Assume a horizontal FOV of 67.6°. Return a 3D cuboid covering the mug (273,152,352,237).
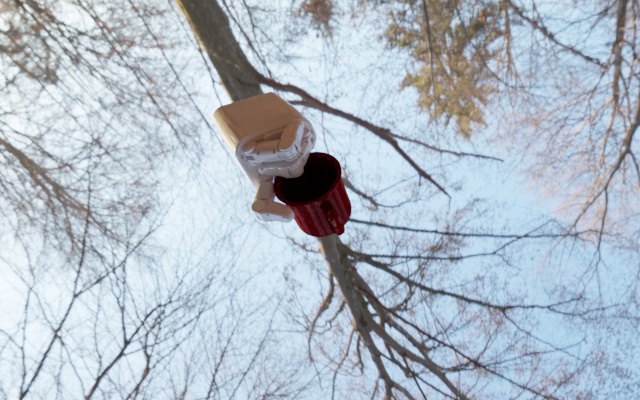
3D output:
[{"bbox_3d":[0.001,0.003,0.635,0.093,0.082,0.117,-34,47,-8],"label":"mug"}]
